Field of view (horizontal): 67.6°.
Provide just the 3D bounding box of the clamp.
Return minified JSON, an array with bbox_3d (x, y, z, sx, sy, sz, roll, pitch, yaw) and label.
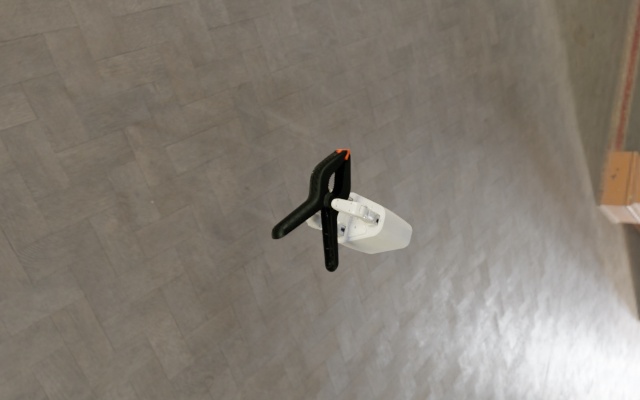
[{"bbox_3d":[0.001,0.002,0.806,0.036,0.210,0.165,6,-15,41],"label":"clamp"}]
